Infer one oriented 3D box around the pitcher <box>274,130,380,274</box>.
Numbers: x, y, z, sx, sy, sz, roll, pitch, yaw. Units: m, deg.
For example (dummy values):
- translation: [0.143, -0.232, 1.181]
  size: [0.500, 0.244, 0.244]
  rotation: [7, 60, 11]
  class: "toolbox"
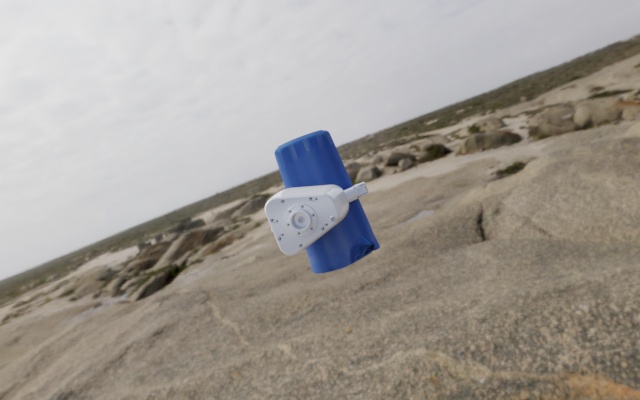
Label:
- translation: [0.000, 0.003, 0.881]
  size: [0.149, 0.243, 0.145]
  rotation: [-20, 4, 12]
  class: "pitcher"
